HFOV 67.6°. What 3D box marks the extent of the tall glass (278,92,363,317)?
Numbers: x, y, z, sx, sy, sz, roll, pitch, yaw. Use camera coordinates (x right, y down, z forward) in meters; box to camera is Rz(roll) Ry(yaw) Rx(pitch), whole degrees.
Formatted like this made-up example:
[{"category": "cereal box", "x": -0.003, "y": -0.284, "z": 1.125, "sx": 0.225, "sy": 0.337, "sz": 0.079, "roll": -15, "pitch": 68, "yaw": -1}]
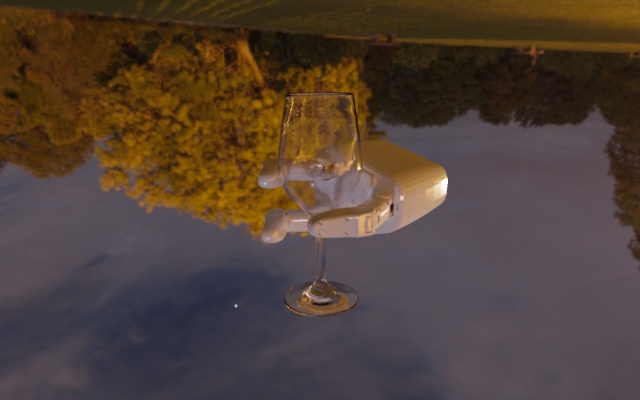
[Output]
[{"category": "tall glass", "x": 0.000, "y": 0.002, "z": 0.449, "sx": 0.079, "sy": 0.201, "sz": 0.079, "roll": -1, "pitch": 16, "yaw": 0}]
